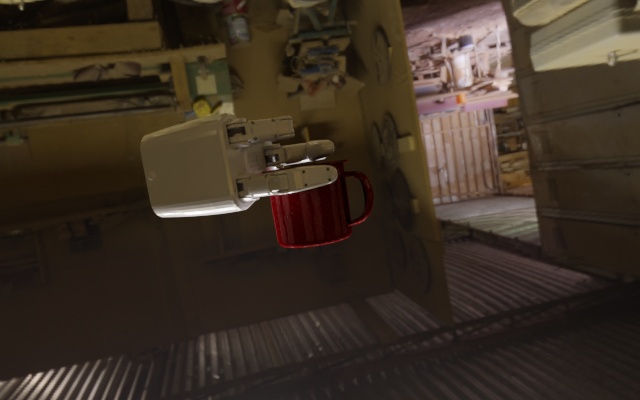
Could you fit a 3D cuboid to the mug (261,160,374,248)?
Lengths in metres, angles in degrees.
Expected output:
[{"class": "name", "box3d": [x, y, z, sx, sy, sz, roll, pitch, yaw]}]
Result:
[{"class": "mug", "box3d": [0.001, 0.002, 0.505, 0.117, 0.081, 0.093, -7, 5, 22]}]
